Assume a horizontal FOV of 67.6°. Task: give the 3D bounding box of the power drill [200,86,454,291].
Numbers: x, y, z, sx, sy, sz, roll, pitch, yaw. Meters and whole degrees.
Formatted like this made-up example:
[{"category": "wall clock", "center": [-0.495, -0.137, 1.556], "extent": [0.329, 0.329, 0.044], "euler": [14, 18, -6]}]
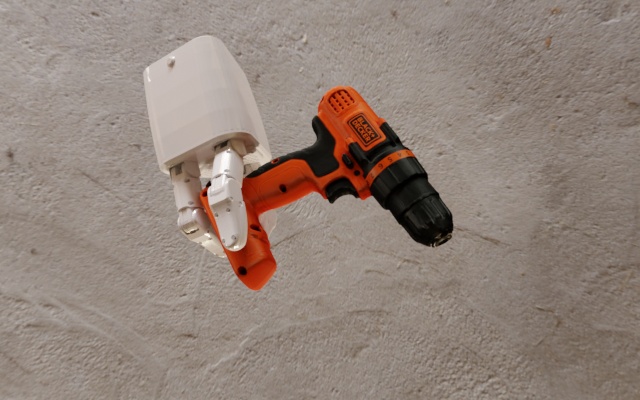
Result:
[{"category": "power drill", "center": [0.000, 0.001, 0.433], "extent": [0.187, 0.184, 0.057], "euler": [-31, -29, -3]}]
